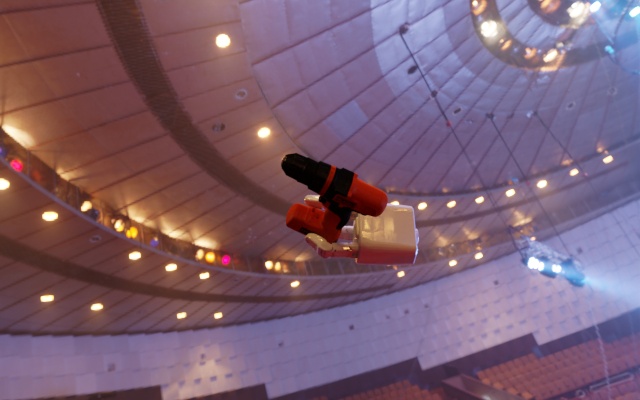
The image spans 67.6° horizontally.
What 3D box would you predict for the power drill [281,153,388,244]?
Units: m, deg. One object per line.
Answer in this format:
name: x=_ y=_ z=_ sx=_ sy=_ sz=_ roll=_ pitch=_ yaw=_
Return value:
power drill: x=0.000 y=0.003 z=0.826 sx=0.184 sy=0.057 sz=0.188 roll=26 pitch=-30 yaw=-8
